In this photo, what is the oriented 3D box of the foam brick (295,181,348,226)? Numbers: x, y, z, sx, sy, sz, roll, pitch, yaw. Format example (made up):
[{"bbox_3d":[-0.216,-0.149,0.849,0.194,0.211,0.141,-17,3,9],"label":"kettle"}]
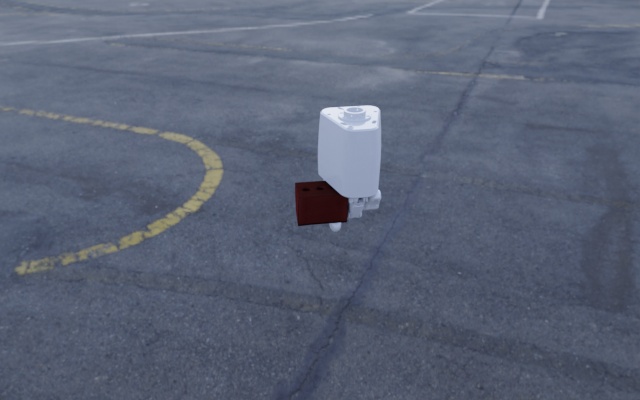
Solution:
[{"bbox_3d":[0.000,0.003,0.743,0.078,0.051,0.053,-5,30,-7],"label":"foam brick"}]
